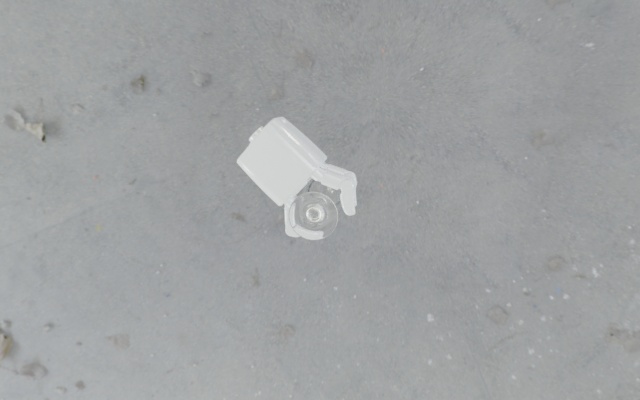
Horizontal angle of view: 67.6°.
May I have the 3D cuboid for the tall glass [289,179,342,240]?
[{"bbox_3d":[0.000,0.003,0.803,0.079,0.079,0.201,0,12,7],"label":"tall glass"}]
